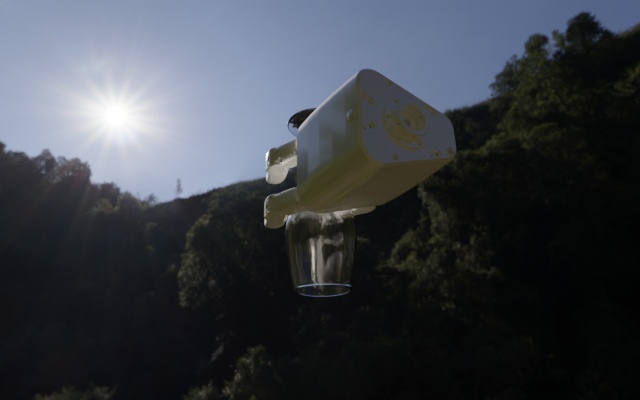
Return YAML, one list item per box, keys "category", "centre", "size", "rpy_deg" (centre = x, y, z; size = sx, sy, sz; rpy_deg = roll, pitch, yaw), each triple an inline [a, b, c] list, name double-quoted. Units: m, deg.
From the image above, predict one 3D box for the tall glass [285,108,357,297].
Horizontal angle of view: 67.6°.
- category: "tall glass"
  centre: [0.000, 0.001, 0.531]
  size: [0.079, 0.201, 0.079]
  rpy_deg: [-1, -22, 0]
